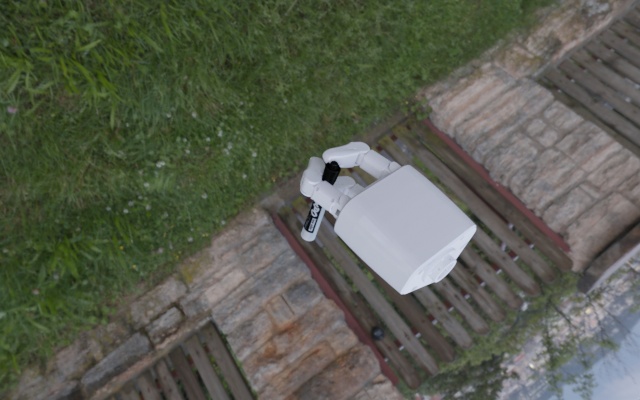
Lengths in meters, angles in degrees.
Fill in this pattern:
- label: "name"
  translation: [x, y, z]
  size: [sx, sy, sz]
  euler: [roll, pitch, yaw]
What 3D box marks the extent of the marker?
- label: "marker"
  translation: [0.000, 0.002, 0.573]
  size: [0.020, 0.121, 0.020]
  euler: [12, 40, -10]
